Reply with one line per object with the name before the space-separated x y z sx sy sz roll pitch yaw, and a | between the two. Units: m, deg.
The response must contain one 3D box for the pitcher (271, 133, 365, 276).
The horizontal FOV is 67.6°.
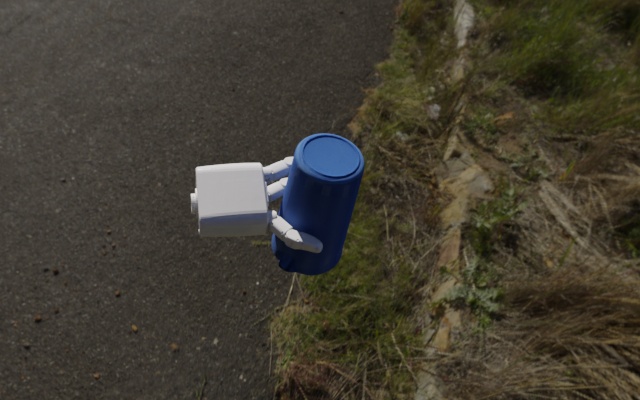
pitcher | 0.000 0.003 0.805 0.145 0.149 0.243 -2 -39 -15
